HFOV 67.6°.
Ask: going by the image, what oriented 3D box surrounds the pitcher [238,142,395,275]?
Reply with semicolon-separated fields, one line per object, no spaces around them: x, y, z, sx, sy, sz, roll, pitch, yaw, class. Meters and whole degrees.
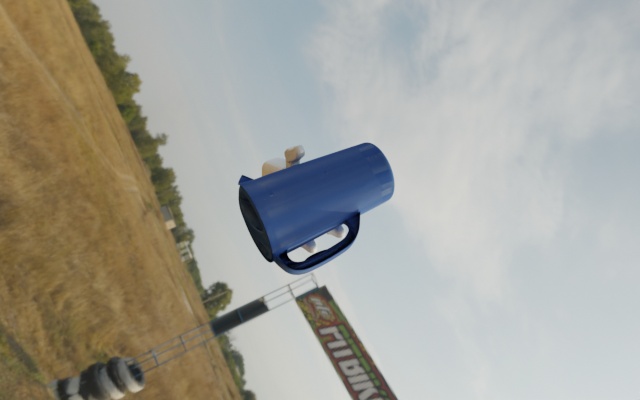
0.000;0.002;0.772;0.243;0.149;0.145;-23;22;-19;pitcher
